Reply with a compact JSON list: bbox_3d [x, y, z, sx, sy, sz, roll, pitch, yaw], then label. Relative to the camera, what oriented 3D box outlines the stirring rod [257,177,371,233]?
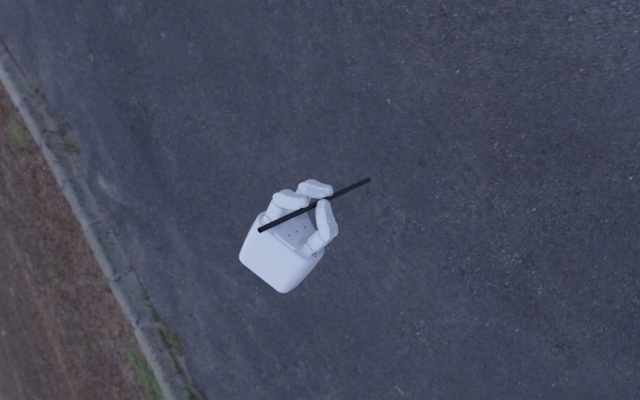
[{"bbox_3d":[0.000,0.002,0.697,0.011,0.011,0.239,0,17,43],"label":"stirring rod"}]
